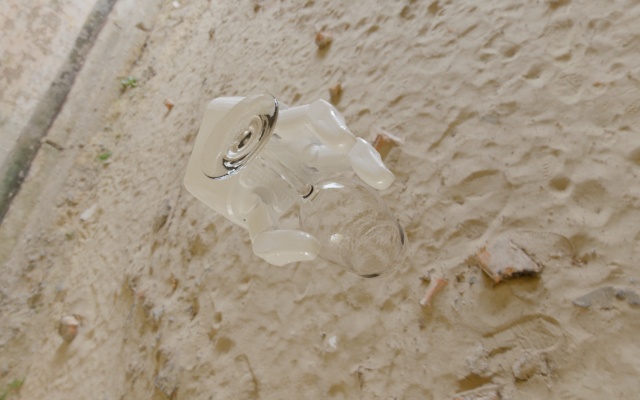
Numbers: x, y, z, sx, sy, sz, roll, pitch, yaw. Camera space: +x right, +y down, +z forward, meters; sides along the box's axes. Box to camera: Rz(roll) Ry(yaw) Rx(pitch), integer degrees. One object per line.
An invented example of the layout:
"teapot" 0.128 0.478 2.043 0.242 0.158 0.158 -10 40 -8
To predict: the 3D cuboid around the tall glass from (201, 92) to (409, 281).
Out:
"tall glass" 0.000 0.001 0.402 0.079 0.079 0.201 0 -29 43
